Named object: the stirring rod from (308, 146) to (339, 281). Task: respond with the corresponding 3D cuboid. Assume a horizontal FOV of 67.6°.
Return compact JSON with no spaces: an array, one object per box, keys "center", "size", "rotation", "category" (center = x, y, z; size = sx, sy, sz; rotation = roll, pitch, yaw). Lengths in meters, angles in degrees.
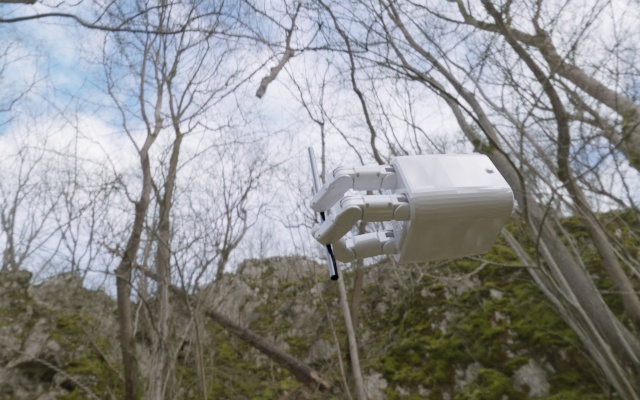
[{"center":[0.000,0.002,0.547],"size":[0.011,0.011,0.239],"rotation":[0,36,-8],"category":"stirring rod"}]
